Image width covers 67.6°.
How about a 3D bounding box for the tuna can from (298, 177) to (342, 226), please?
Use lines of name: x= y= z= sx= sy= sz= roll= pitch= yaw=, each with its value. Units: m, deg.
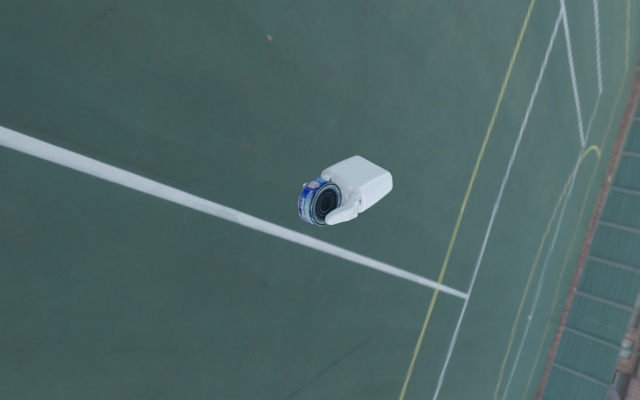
tuna can: x=0.001 y=0.003 z=0.873 sx=0.033 sy=0.086 sz=0.086 roll=21 pitch=13 yaw=39
